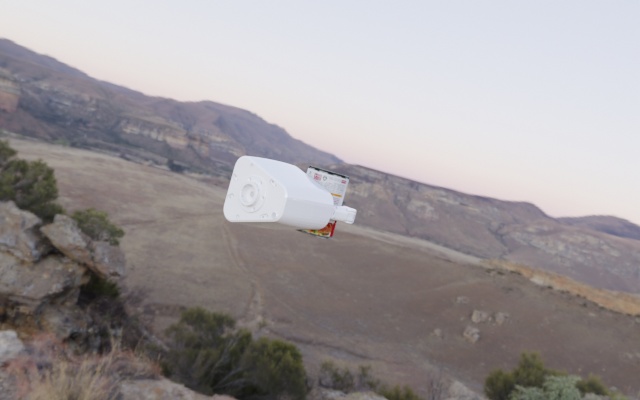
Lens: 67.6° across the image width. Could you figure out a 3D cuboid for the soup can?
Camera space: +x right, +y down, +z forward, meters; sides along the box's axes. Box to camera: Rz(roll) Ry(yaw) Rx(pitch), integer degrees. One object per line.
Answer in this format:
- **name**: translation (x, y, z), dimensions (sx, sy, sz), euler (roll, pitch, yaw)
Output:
- **soup can**: translation (0.001, 0.002, 0.755), dimensions (0.068, 0.102, 0.068), euler (16, 4, -1)
